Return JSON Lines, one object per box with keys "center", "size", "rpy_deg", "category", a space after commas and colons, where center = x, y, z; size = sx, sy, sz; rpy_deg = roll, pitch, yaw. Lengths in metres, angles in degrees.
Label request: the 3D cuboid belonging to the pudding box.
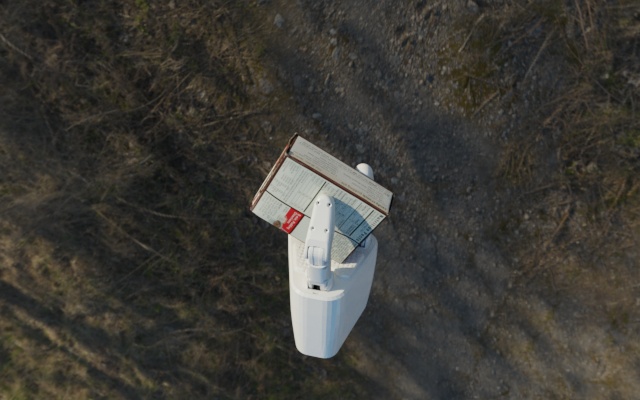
{"center": [0.000, 0.002, 0.461], "size": [0.113, 0.039, 0.090], "rpy_deg": [30, -49, -10], "category": "pudding box"}
